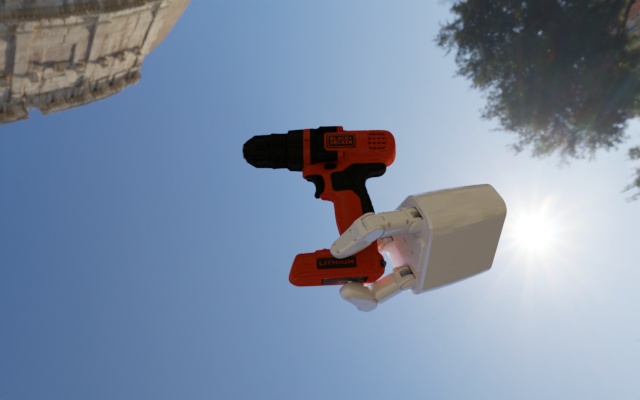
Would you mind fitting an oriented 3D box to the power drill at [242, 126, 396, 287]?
[{"bbox_3d":[0.000,0.002,0.551,0.184,0.187,0.057,-2,-19,2],"label":"power drill"}]
